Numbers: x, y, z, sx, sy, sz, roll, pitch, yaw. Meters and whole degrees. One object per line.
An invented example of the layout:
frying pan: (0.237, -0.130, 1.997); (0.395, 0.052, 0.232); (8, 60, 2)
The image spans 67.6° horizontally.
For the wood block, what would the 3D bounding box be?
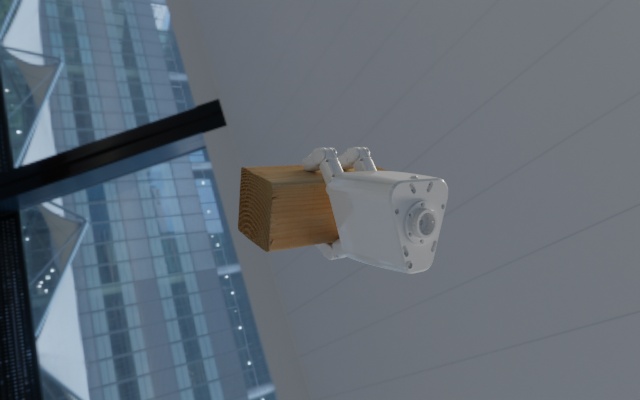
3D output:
wood block: (0.000, 0.003, 0.659); (0.206, 0.091, 0.090); (-5, 19, -34)
